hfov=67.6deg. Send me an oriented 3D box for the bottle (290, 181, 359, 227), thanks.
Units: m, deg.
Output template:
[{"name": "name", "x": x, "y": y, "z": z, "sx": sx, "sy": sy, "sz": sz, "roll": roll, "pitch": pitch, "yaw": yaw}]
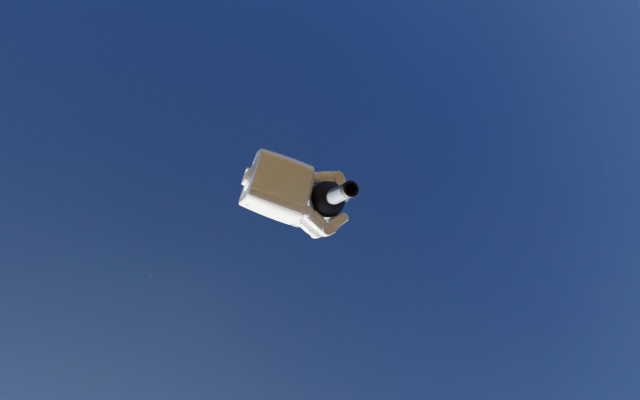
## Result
[{"name": "bottle", "x": 0.000, "y": 0.003, "z": 0.898, "sx": 0.069, "sy": 0.069, "sz": 0.296, "roll": 0, "pitch": -8, "yaw": -20}]
